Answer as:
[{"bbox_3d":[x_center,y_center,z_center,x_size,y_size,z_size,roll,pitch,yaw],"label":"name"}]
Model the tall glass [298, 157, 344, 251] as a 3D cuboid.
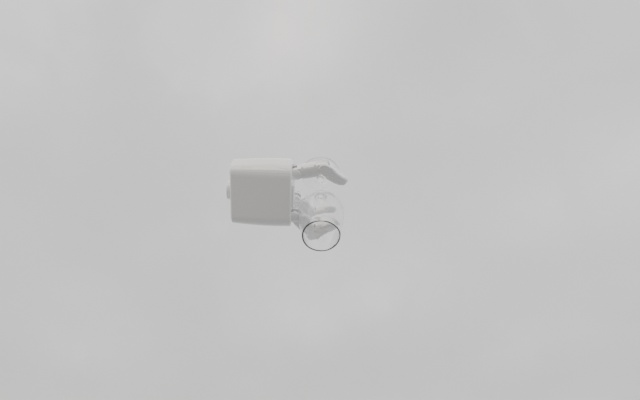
[{"bbox_3d":[0.000,0.002,0.838,0.079,0.079,0.201,0,33,-1],"label":"tall glass"}]
